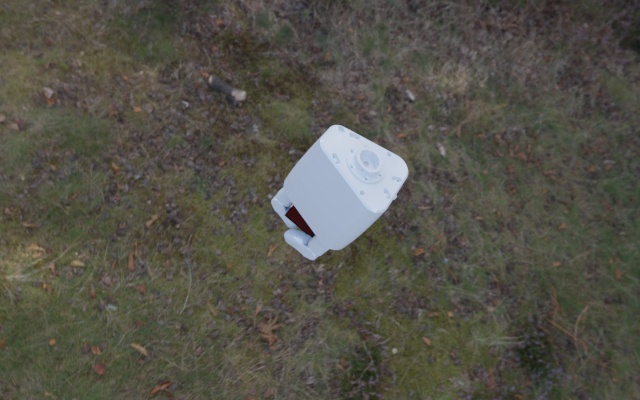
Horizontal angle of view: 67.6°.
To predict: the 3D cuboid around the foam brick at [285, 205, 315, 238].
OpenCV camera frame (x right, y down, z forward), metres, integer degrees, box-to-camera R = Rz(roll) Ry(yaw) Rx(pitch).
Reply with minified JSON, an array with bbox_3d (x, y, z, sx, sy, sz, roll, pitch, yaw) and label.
[{"bbox_3d":[0.000,0.002,0.640,0.078,0.053,0.051,-53,5,-37],"label":"foam brick"}]
